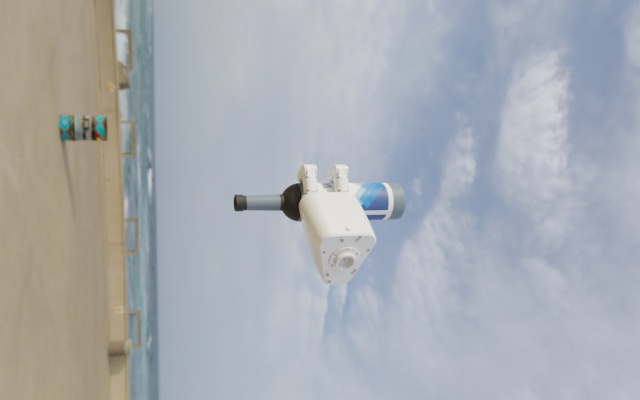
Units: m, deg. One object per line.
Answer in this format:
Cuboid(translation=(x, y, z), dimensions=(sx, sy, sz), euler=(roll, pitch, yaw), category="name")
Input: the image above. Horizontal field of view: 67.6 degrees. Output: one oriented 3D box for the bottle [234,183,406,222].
Cuboid(translation=(0.000, 0.003, 0.822), dimensions=(0.296, 0.069, 0.069), euler=(-1, 0, -19), category="bottle")
